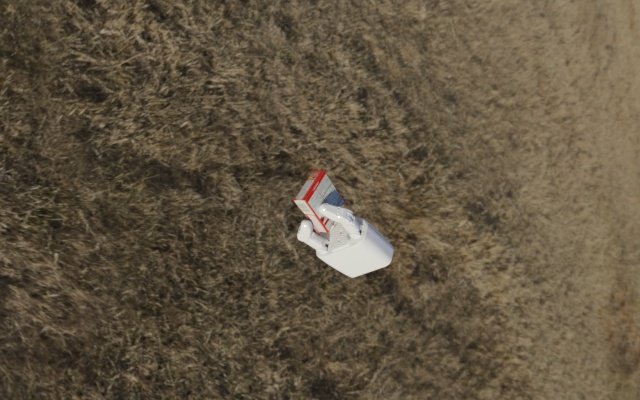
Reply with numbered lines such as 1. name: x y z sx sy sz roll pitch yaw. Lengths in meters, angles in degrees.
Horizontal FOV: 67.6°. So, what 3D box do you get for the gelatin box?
1. gelatin box: 0.000 0.003 0.845 0.030 0.073 0.089 2 -41 41
